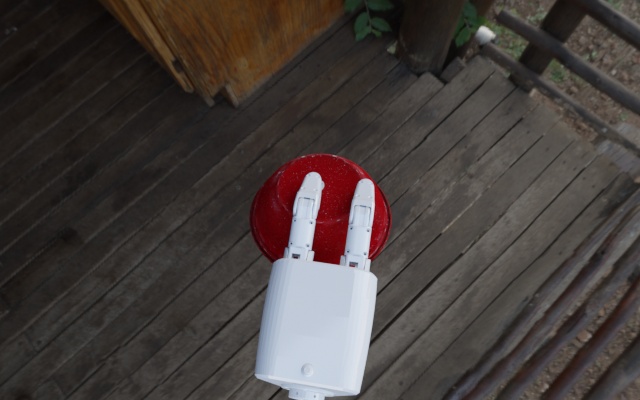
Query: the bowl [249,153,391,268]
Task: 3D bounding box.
[{"bbox_3d":[0.000,0.000,0.524,0.162,0.162,0.055,0,-36,0],"label":"bowl"}]
